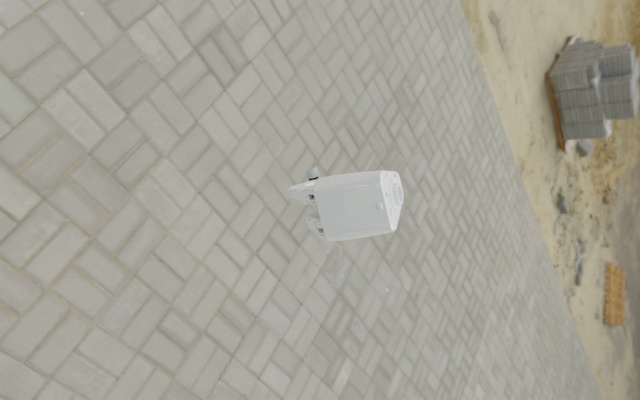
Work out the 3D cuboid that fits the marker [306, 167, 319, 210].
[{"bbox_3d":[0.000,0.003,0.804,0.020,0.121,0.020,-15,15,4],"label":"marker"}]
